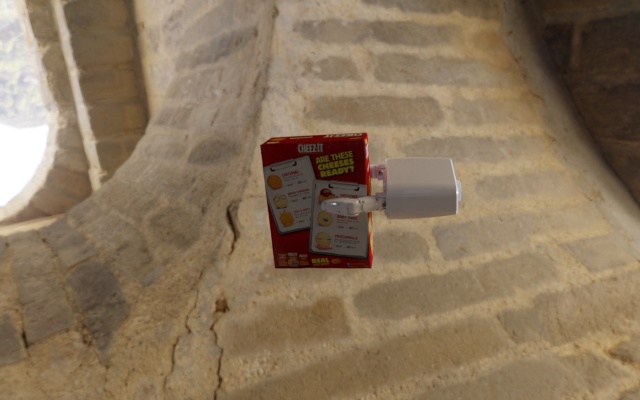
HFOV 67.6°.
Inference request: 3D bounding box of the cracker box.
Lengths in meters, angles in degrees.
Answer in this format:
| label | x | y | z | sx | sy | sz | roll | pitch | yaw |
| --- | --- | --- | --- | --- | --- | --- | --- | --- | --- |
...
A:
| label | x | y | z | sx | sy | sz | roll | pitch | yaw |
| --- | --- | --- | --- | --- | --- | --- | --- | --- | --- |
| cracker box | 0.000 | 0.003 | 0.777 | 0.164 | 0.214 | 0.072 | -1 | 18 | 10 |
